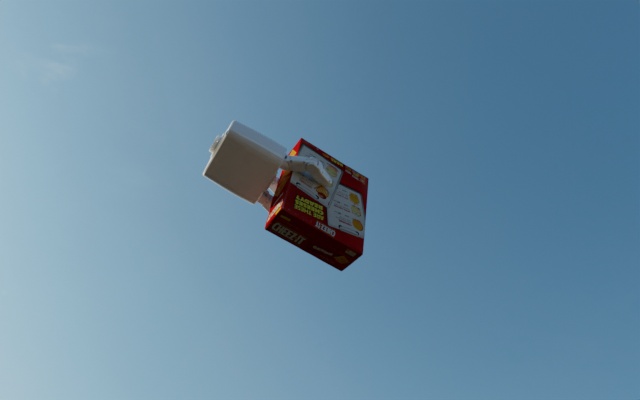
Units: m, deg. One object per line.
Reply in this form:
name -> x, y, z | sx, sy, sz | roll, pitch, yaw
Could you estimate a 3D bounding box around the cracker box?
cracker box -> 0.000, 0.003, 0.878 | 0.164, 0.213, 0.072 | 30, -52, -16
